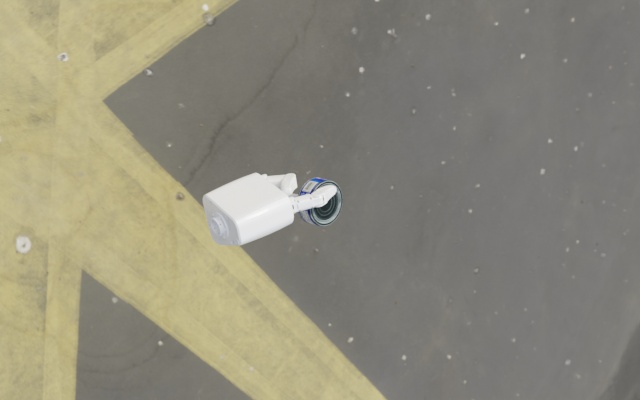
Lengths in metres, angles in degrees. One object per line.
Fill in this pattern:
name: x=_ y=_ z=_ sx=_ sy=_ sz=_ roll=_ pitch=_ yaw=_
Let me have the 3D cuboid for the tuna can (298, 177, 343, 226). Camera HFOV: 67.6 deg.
tuna can: x=0.001 y=0.003 z=0.862 sx=0.086 sy=0.086 sz=0.033 roll=0 pitch=9 yaw=-44
